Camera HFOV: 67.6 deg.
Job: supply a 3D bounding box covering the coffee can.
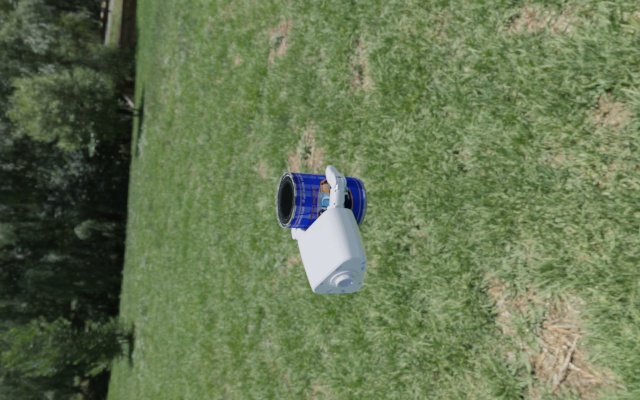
[{"bbox_3d":[0.000,0.003,0.879,0.140,0.103,0.103,3,-1,-24],"label":"coffee can"}]
